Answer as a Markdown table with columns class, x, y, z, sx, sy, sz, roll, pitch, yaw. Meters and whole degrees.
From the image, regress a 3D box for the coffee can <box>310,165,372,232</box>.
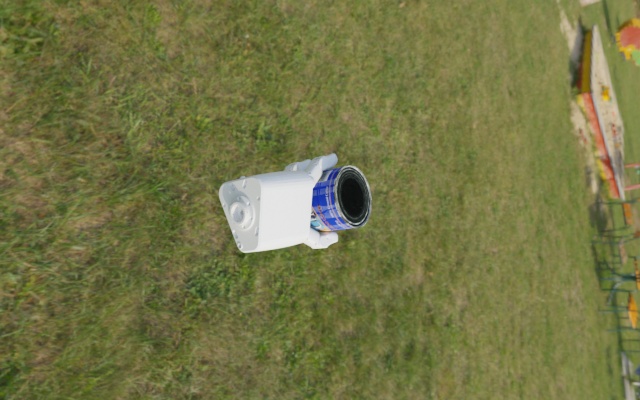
| class | x | y | z | sx | sy | sz | roll | pitch | yaw |
| --- | --- | --- | --- | --- | --- | --- | --- | --- | --- |
| coffee can | 0.000 | 0.003 | 0.806 | 0.140 | 0.103 | 0.103 | -10 | -6 | 38 |
